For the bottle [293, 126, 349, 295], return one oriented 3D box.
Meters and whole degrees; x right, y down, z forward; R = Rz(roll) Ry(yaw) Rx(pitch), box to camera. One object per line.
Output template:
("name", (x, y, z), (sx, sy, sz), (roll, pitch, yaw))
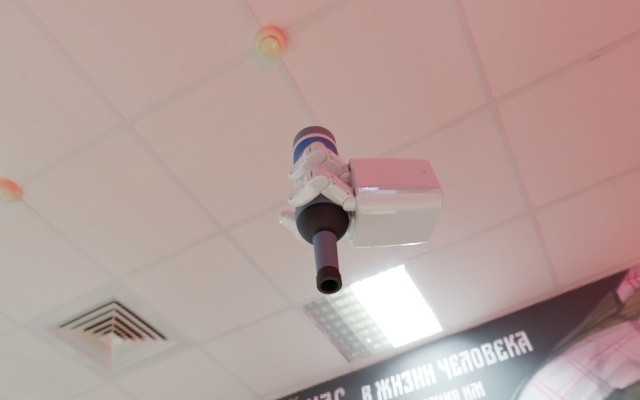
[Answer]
("bottle", (0.000, 0.002, 0.618), (0.069, 0.069, 0.295), (0, 37, -5))
